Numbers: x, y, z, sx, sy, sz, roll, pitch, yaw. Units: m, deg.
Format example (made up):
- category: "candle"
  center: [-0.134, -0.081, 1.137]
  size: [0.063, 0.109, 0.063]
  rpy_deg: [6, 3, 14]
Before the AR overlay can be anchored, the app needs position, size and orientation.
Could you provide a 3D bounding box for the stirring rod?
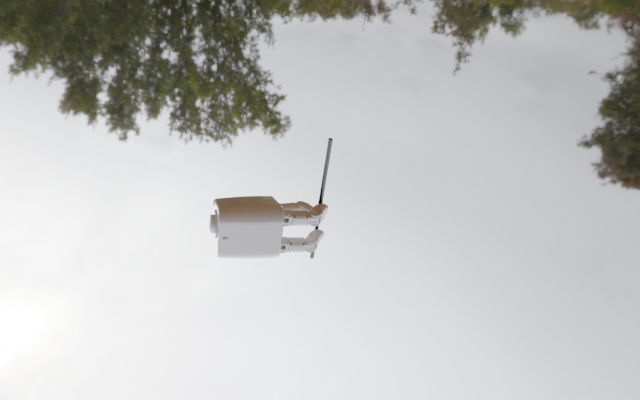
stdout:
- category: "stirring rod"
  center: [0.000, 0.003, 0.848]
  size: [0.011, 0.240, 0.011]
  rpy_deg: [7, 28, -4]
